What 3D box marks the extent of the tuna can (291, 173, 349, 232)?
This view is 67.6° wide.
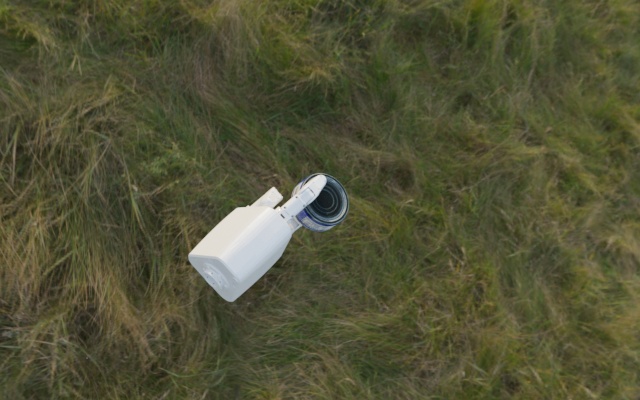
[{"bbox_3d":[0.000,0.002,0.729,0.086,0.086,0.034,0,-20,-31],"label":"tuna can"}]
